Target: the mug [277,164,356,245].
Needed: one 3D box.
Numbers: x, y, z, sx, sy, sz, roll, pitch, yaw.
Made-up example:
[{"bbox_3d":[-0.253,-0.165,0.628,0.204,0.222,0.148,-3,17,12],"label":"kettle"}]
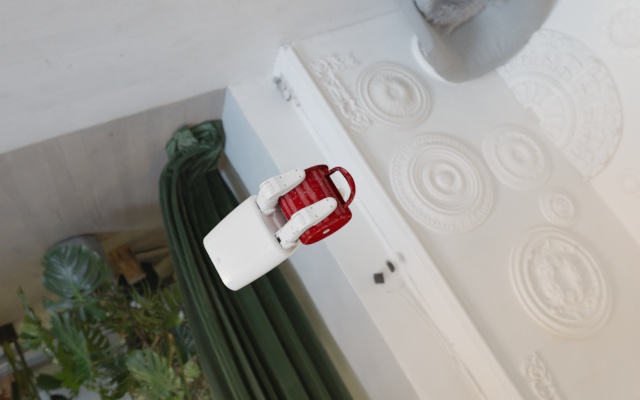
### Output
[{"bbox_3d":[0.001,0.002,0.659,0.117,0.081,0.093,-37,-15,22],"label":"mug"}]
